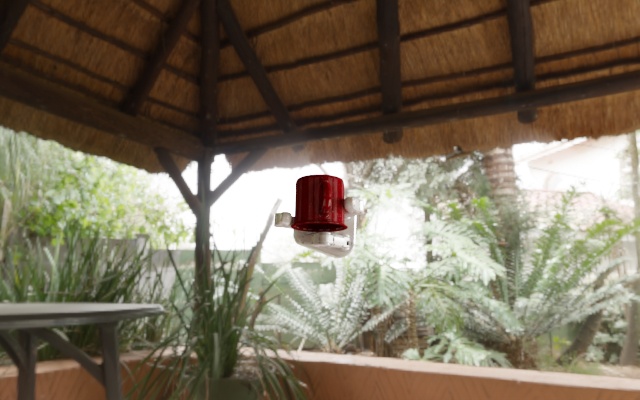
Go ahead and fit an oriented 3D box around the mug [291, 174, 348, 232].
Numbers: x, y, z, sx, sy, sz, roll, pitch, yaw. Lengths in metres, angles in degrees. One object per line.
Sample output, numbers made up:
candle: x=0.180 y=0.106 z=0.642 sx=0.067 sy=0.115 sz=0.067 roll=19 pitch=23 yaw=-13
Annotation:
mug: x=0.000 y=0.002 z=0.771 sx=0.093 sy=0.081 sz=0.117 roll=2 pitch=-13 yaw=-7
